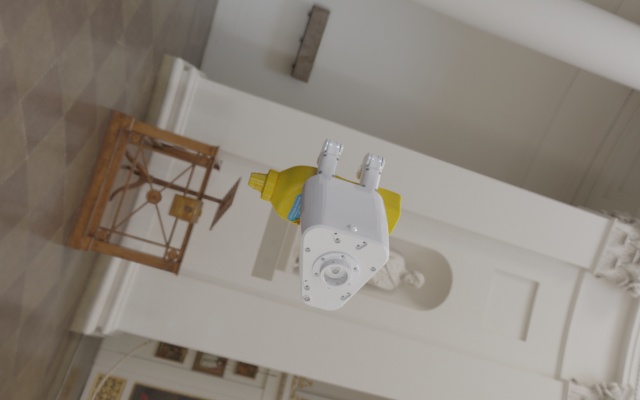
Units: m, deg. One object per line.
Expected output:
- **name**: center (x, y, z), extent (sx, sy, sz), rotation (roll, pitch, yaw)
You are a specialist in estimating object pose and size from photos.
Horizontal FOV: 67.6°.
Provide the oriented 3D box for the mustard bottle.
- **mustard bottle**: center (0.000, 0.002, 0.618), extent (0.191, 0.058, 0.096), rotation (18, -37, -9)
